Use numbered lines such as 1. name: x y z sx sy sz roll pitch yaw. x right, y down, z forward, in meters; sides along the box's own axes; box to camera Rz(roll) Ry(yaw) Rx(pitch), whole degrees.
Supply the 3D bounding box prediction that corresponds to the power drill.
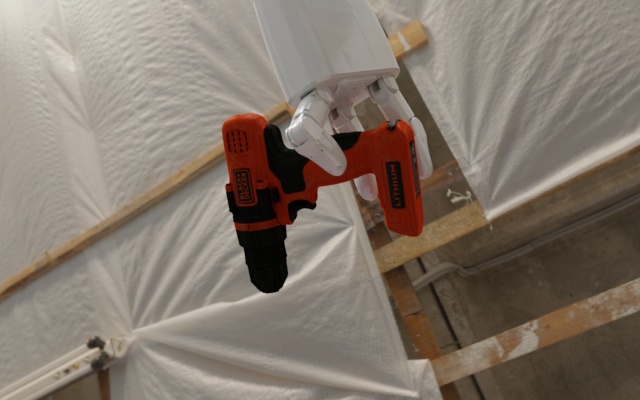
1. power drill: 0.000 0.001 0.458 0.187 0.184 0.057 -5 14 17
